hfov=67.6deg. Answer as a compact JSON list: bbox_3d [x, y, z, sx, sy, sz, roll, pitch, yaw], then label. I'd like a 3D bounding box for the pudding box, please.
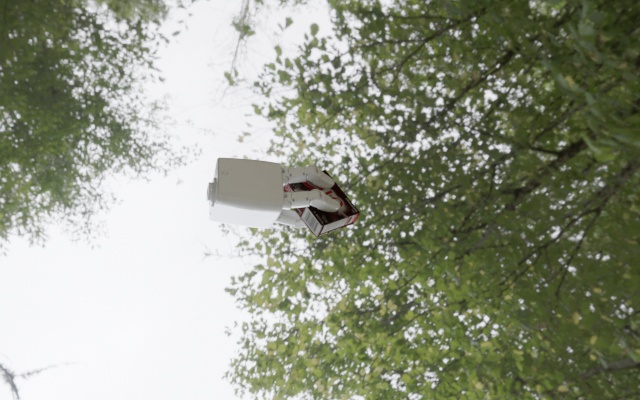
[{"bbox_3d":[0.000,0.003,0.834,0.090,0.113,0.039,-18,-29,-37],"label":"pudding box"}]
